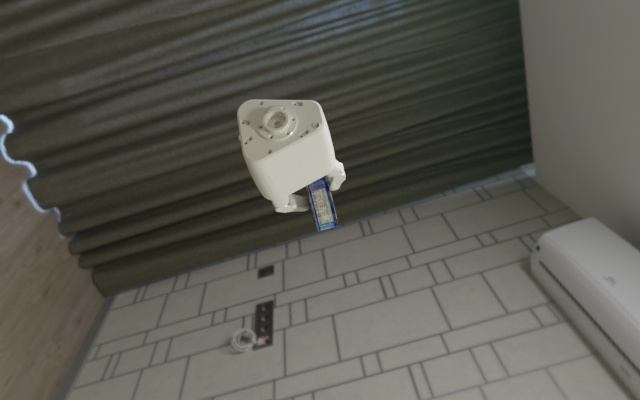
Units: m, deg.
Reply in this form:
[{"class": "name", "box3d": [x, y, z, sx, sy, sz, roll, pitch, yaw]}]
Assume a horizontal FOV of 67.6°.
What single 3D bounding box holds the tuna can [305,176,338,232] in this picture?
[{"class": "tuna can", "box3d": [0.001, 0.002, 0.731, 0.034, 0.086, 0.086, -14, 0, -2]}]
